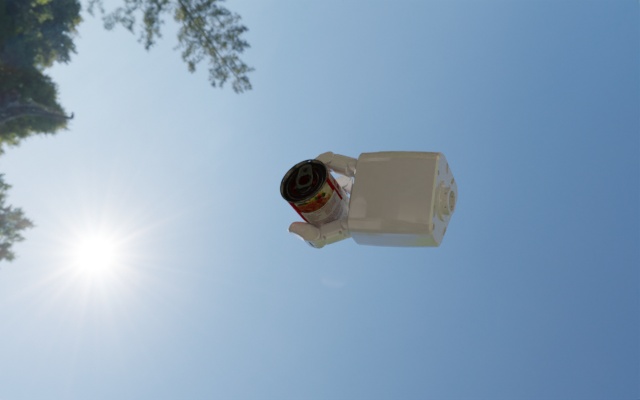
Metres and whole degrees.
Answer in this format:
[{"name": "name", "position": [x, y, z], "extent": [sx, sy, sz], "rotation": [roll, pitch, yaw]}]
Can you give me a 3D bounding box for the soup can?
[{"name": "soup can", "position": [0.000, 0.002, 0.638], "extent": [0.068, 0.068, 0.102], "rotation": [0, -34, 32]}]
